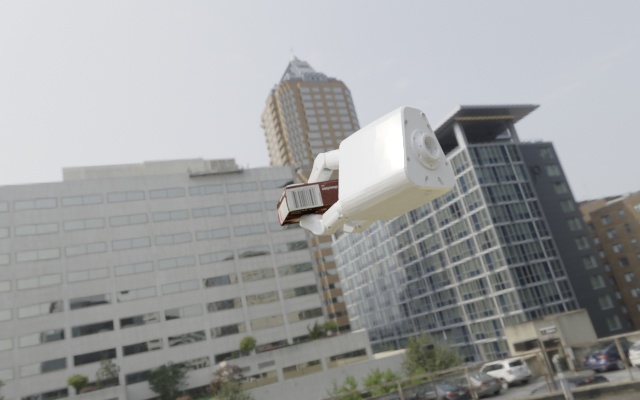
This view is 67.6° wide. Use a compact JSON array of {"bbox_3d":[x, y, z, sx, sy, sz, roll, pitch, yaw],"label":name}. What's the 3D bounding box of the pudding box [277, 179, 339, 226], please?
[{"bbox_3d":[0.000,0.002,0.672,0.113,0.039,0.090,-7,-15,-14],"label":"pudding box"}]
